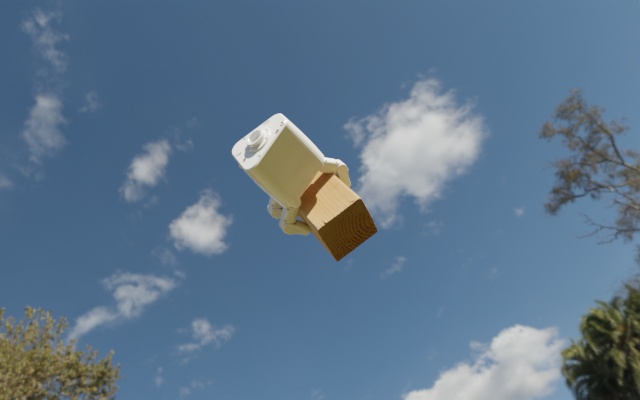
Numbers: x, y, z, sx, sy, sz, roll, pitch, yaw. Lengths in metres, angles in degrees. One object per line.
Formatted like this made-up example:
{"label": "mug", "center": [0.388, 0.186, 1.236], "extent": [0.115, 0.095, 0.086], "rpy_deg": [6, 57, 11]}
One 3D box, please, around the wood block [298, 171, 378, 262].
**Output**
{"label": "wood block", "center": [0.000, 0.002, 0.859], "extent": [0.091, 0.090, 0.206], "rpy_deg": [-37, 40, -6]}
